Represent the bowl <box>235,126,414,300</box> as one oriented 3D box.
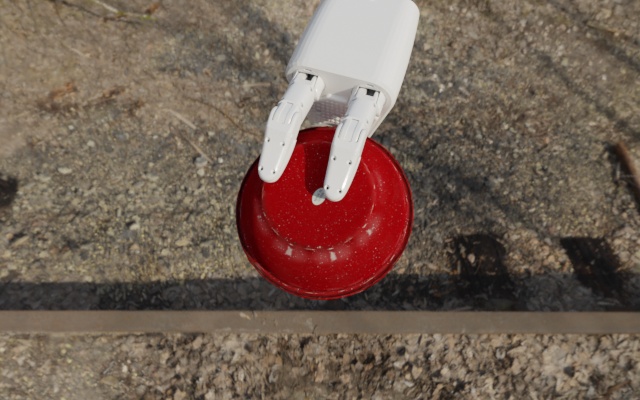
[{"bbox_3d":[0.000,0.003,0.407,0.162,0.162,0.055,0,-15,5],"label":"bowl"}]
